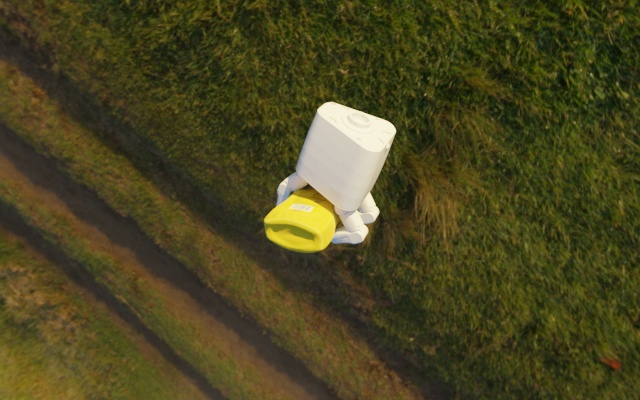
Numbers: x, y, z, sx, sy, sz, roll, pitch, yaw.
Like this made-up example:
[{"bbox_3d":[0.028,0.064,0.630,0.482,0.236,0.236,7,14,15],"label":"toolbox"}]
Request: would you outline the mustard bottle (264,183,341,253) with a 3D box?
[{"bbox_3d":[0.000,0.003,0.730,0.096,0.058,0.191,8,33,24],"label":"mustard bottle"}]
